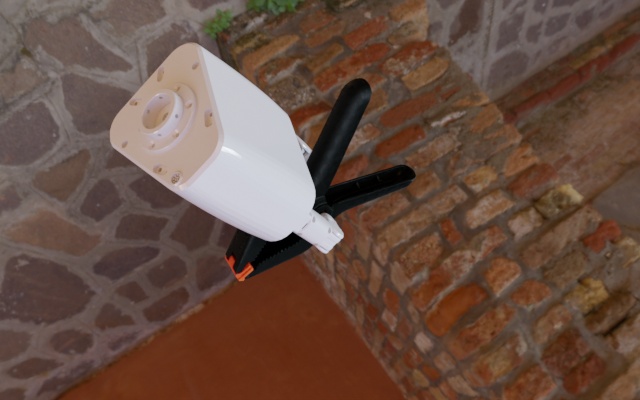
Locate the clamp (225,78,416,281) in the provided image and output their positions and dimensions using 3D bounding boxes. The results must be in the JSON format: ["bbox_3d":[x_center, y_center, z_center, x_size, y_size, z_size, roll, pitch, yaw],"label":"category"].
[{"bbox_3d":[0.000,0.002,0.461,0.036,0.210,0.165,51,10,37],"label":"clamp"}]
